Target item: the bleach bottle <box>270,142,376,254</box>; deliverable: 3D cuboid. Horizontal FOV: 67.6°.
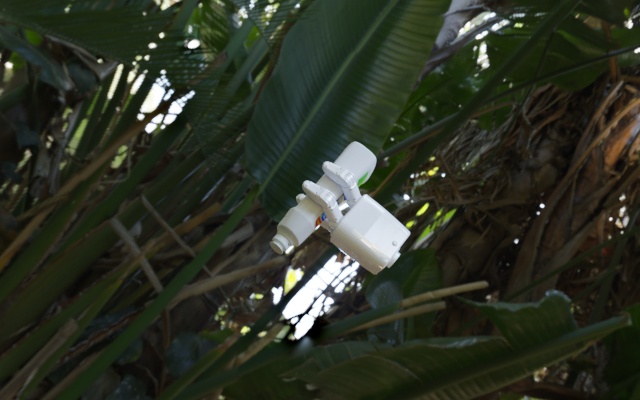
[{"bbox_3d":[0.000,0.003,0.861,0.068,0.250,0.103,39,-28,8],"label":"bleach bottle"}]
